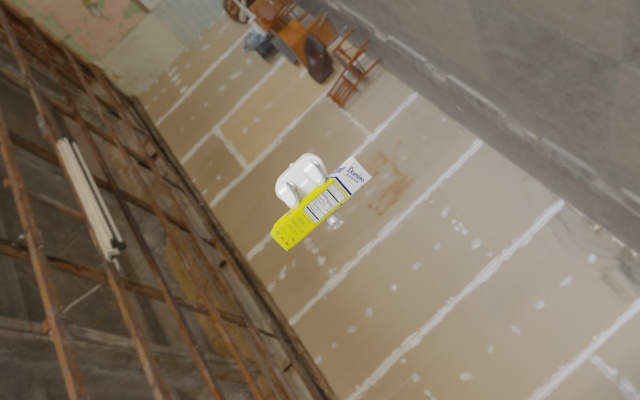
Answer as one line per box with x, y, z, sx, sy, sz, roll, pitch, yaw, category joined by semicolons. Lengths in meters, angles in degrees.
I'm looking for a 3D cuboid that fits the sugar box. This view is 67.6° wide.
0.000;0.002;0.766;0.176;0.048;0.093;-44;7;4;sugar box
